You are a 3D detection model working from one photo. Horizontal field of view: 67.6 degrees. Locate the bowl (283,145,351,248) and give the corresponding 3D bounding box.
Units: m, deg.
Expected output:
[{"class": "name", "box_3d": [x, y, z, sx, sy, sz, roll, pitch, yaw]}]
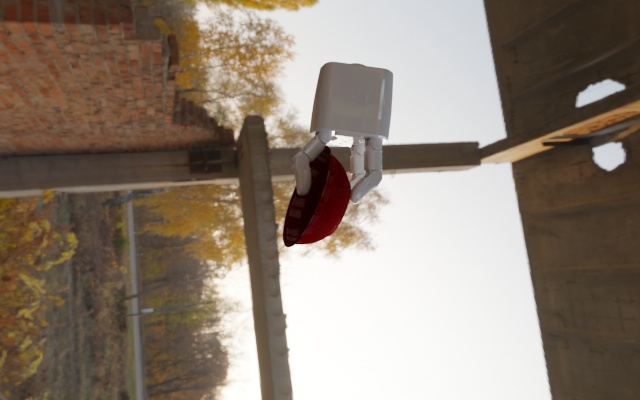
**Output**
[{"class": "bowl", "box_3d": [0.000, 0.004, 0.714, 0.055, 0.162, 0.162, 22, -7, -16]}]
